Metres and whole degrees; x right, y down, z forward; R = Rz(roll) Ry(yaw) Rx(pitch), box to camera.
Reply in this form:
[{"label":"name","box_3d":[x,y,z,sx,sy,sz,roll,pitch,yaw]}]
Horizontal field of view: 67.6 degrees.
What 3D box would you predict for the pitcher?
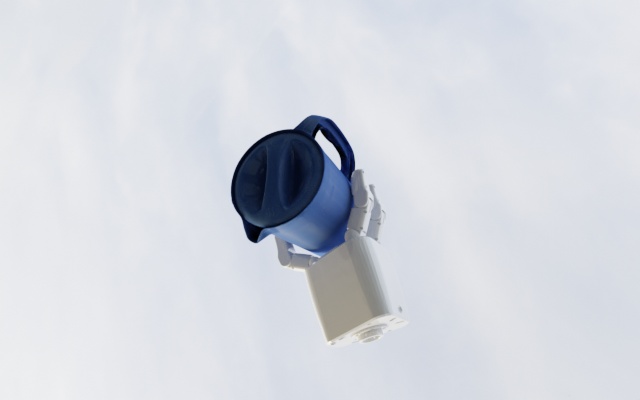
[{"label":"pitcher","box_3d":[0.000,0.002,0.677,0.149,0.145,0.243,-27,-31,16]}]
